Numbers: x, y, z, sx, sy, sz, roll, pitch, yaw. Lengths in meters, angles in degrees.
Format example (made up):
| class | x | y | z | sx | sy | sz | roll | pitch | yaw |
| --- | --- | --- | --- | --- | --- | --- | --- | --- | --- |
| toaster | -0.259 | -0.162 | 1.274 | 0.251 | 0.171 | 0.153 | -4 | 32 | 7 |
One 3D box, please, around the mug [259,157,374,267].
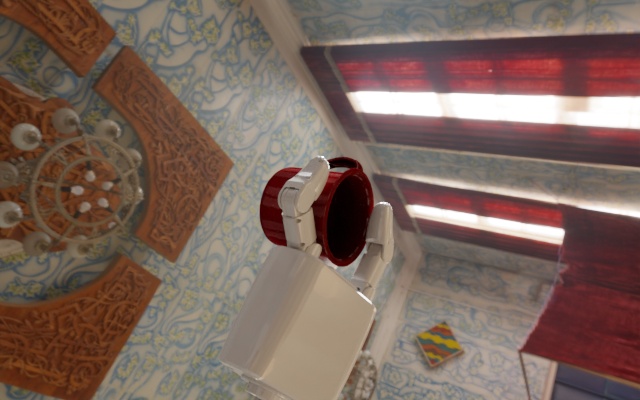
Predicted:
| class | x | y | z | sx | sy | sz | roll | pitch | yaw |
| --- | --- | --- | --- | --- | --- | --- | --- | --- | --- |
| mug | 0.000 | 0.000 | 0.472 | 0.081 | 0.117 | 0.093 | 9 | -32 | 33 |
